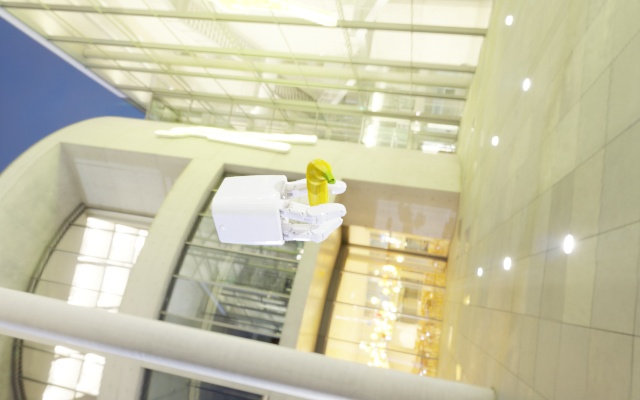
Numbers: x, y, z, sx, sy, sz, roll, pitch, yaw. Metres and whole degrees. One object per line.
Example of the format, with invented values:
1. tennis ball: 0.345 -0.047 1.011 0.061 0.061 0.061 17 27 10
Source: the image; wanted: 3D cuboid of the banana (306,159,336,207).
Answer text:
1. banana: -0.003 -0.016 0.767 0.037 0.069 0.198 -8 -23 -5
